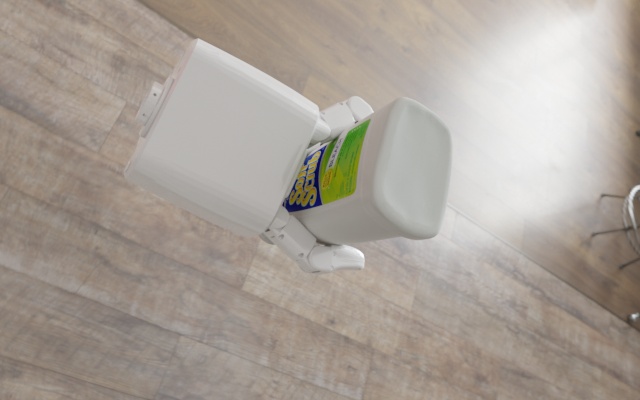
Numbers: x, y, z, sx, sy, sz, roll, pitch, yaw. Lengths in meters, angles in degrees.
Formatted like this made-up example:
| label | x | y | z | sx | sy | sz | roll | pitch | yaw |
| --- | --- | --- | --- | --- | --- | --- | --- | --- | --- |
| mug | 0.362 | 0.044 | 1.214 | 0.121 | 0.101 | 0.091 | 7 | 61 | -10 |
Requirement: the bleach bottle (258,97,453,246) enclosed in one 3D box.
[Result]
| label | x | y | z | sx | sy | sz | roll | pitch | yaw |
| --- | --- | --- | --- | --- | --- | --- | --- | --- | --- |
| bleach bottle | 0.000 | 0.001 | 0.426 | 0.068 | 0.102 | 0.251 | 27 | -26 | -25 |
